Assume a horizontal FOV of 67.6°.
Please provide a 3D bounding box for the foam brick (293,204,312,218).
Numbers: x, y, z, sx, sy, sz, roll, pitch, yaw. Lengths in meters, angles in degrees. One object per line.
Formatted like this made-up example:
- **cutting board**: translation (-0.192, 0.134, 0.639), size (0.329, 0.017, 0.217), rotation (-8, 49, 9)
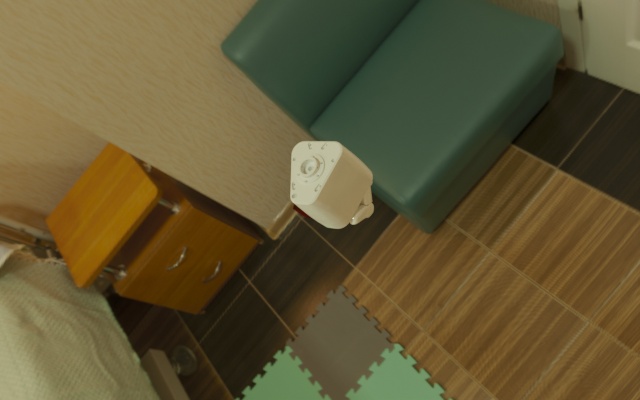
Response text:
- **foam brick**: translation (0.000, 0.003, 0.846), size (0.078, 0.053, 0.051), rotation (5, -18, 33)
